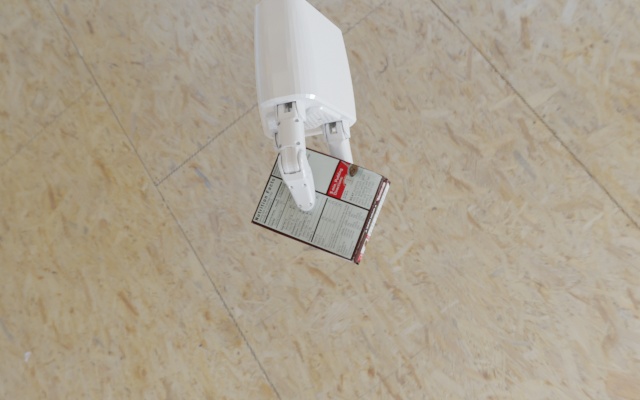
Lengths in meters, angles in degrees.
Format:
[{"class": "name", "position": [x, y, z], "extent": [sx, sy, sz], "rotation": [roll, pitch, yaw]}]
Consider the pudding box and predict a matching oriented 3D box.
[{"class": "pudding box", "position": [0.000, 0.001, 0.467], "extent": [0.113, 0.090, 0.039], "rotation": [20, -3, 18]}]
